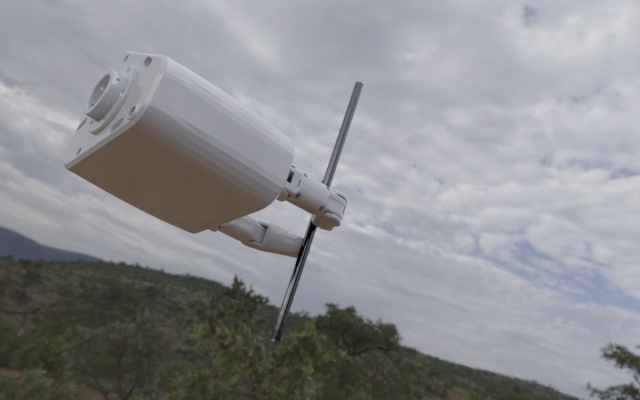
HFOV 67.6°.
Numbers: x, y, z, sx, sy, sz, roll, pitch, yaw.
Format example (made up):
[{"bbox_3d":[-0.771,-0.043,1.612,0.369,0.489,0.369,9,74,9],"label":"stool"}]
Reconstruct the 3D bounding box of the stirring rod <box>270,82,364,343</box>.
[{"bbox_3d":[0.000,0.001,0.408,0.011,0.239,0.011,17,-17,5],"label":"stirring rod"}]
